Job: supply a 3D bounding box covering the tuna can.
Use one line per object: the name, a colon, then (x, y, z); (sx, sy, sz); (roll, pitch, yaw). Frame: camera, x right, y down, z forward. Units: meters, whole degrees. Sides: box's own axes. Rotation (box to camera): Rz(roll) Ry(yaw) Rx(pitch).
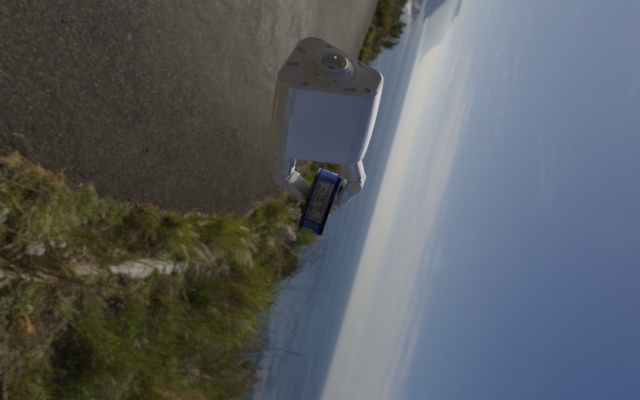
tuna can: (0.001, 0.002, 0.630); (0.034, 0.086, 0.086); (19, 1, 2)
